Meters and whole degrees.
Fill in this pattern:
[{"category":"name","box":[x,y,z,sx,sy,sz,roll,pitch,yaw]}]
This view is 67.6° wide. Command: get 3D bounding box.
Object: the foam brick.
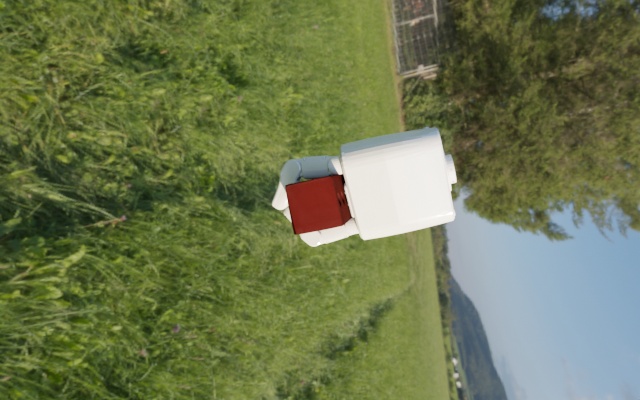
[{"category":"foam brick","box":[0.000,0.002,0.509,0.051,0.053,0.078,-11,3,12]}]
